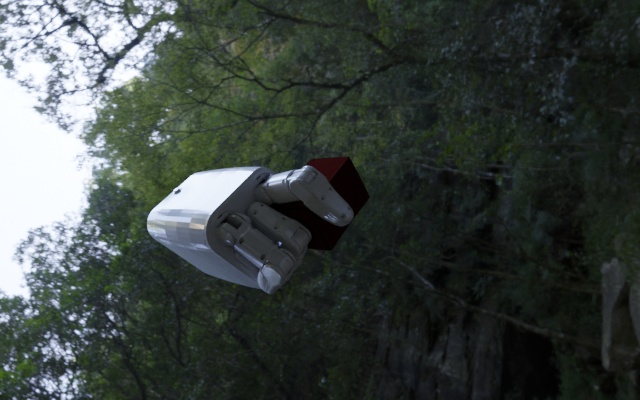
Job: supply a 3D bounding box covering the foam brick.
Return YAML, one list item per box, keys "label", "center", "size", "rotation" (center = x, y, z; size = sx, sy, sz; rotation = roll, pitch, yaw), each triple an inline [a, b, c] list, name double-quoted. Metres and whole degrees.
- label: "foam brick"
  center: [0.000, 0.001, 0.453]
  size: [0.051, 0.053, 0.078]
  rotation: [1, 39, 41]
